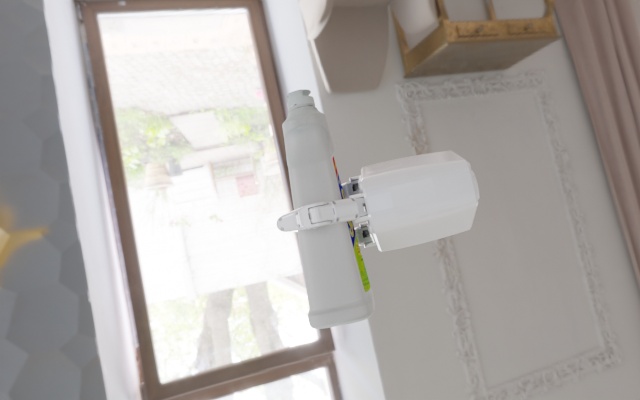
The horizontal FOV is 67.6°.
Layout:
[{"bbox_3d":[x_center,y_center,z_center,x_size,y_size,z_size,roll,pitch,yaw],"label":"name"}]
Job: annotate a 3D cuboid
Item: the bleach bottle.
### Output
[{"bbox_3d":[0.000,0.002,0.517,0.068,0.251,0.102,-13,-5,8],"label":"bleach bottle"}]
